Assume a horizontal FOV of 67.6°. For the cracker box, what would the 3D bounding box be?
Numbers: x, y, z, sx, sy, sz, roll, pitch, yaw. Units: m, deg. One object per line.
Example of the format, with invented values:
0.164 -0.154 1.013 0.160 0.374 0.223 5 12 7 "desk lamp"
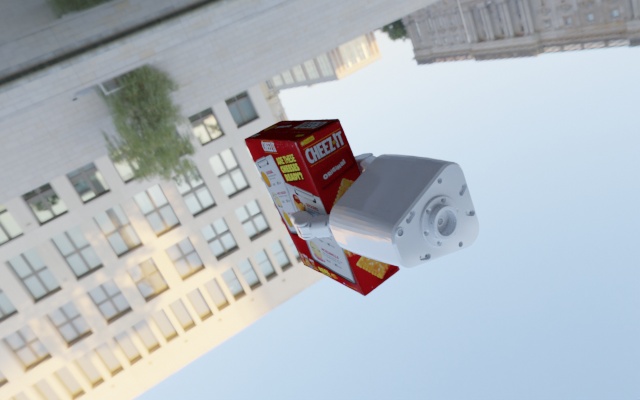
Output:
0.000 0.002 0.627 0.072 0.214 0.164 -32 22 -22 "cracker box"
